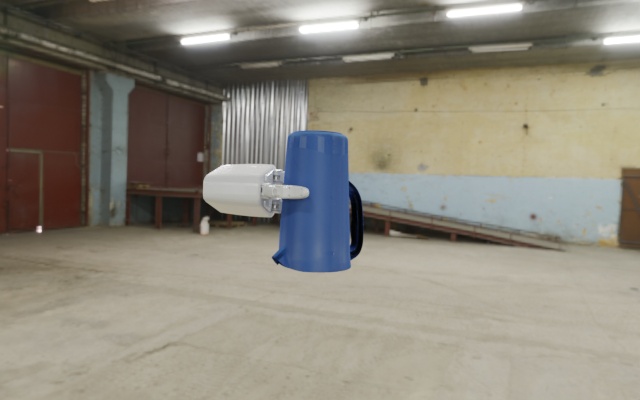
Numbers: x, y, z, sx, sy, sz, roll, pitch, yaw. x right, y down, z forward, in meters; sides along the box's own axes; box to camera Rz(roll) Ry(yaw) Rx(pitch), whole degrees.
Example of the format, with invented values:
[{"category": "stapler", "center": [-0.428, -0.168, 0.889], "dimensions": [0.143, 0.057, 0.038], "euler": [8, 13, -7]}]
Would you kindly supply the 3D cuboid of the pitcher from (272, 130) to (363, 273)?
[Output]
[{"category": "pitcher", "center": [0.000, 0.003, 0.854], "dimensions": [0.145, 0.243, 0.149], "euler": [3, 2, 12]}]
